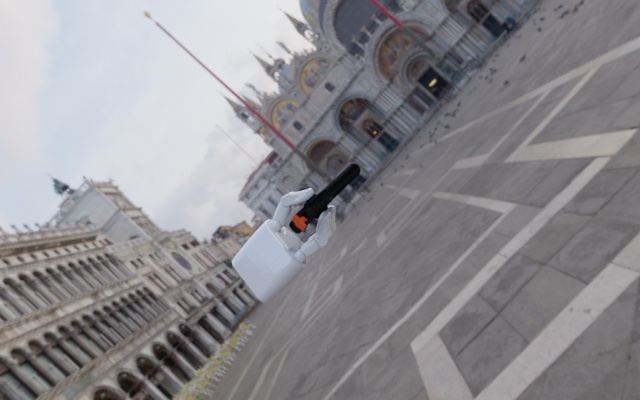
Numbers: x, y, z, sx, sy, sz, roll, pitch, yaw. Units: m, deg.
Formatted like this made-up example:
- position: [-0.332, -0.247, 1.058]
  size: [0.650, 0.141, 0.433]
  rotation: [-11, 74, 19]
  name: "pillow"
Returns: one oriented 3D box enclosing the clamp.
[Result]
- position: [-0.001, 0.002, 0.844]
  size: [0.164, 0.036, 0.210]
  rotation: [-46, -1, 15]
  name: "clamp"
